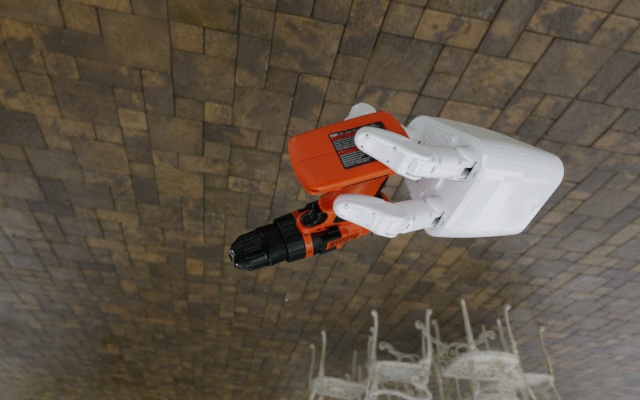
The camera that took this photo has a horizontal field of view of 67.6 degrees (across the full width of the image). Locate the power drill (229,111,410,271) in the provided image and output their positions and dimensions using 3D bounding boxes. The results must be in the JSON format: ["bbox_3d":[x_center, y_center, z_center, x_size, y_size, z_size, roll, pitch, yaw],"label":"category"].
[{"bbox_3d":[0.000,0.001,0.458,0.184,0.057,0.188,-20,-20,-18],"label":"power drill"}]
